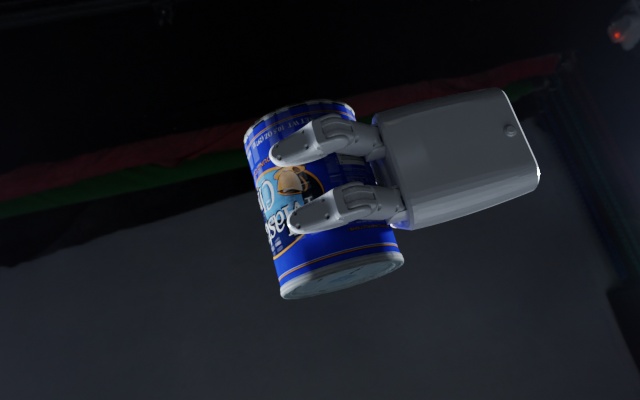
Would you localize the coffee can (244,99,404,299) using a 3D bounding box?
[{"bbox_3d":[0.000,0.002,0.407,0.103,0.140,0.103,-15,-18,-5],"label":"coffee can"}]
